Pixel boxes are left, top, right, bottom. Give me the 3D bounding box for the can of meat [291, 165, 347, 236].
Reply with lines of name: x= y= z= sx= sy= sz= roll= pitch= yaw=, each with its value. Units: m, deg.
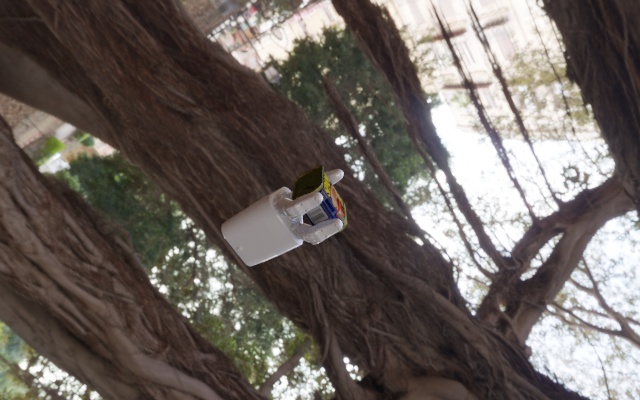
can of meat: x=0.000 y=0.003 z=0.785 sx=0.057 sy=0.084 sz=0.102 roll=-28 pitch=22 yaw=13
